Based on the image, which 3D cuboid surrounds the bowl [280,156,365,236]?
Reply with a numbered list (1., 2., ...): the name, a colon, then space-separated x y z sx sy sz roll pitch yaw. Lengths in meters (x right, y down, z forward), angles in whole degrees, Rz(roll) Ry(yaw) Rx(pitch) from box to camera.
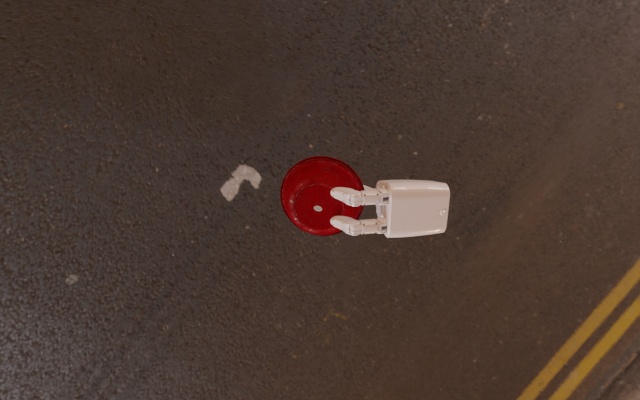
1. bowl: -0.001 0.003 0.874 0.162 0.162 0.055 0 22 8
